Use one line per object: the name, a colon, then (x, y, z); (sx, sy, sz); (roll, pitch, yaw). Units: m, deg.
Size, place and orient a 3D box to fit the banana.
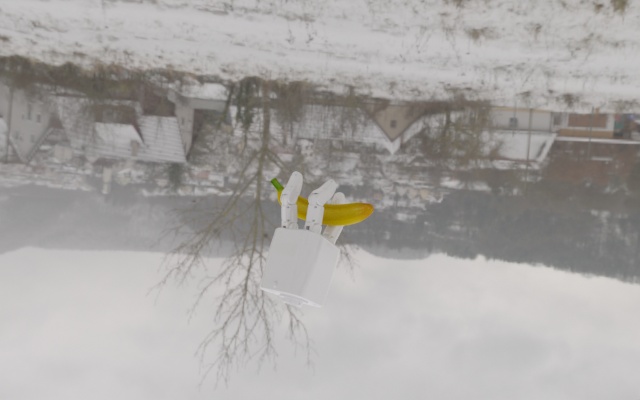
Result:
banana: (0.000, 0.014, 0.832); (0.198, 0.037, 0.070); (14, -34, 23)
